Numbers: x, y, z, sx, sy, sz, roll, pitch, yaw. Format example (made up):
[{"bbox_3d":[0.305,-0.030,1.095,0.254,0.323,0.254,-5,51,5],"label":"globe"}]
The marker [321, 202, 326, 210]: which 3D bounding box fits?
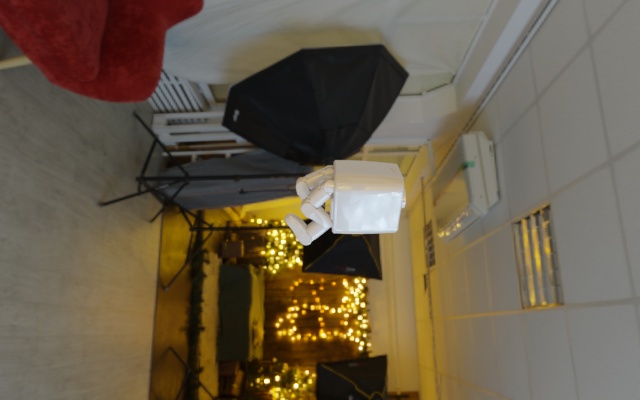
[{"bbox_3d":[0.000,0.003,0.815,0.020,0.020,0.121,0,23,1],"label":"marker"}]
